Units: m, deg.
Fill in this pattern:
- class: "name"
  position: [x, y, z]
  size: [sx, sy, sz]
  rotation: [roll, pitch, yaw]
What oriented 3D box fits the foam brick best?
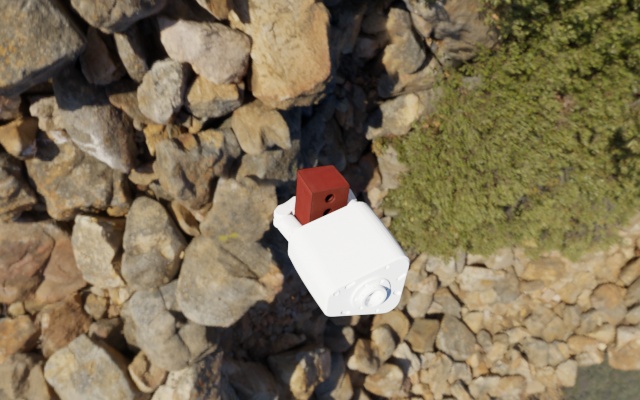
- class: "foam brick"
  position: [0.000, 0.002, 0.611]
  size: [0.053, 0.078, 0.051]
  rotation: [-10, 39, -22]
